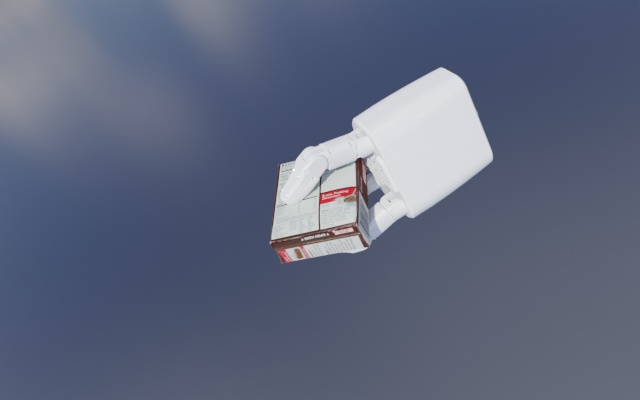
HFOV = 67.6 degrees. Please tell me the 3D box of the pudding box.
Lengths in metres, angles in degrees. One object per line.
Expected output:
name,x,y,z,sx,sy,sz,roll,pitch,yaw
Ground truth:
pudding box,0.000,0.001,0.478,0.090,0.113,0.039,-13,-47,16
